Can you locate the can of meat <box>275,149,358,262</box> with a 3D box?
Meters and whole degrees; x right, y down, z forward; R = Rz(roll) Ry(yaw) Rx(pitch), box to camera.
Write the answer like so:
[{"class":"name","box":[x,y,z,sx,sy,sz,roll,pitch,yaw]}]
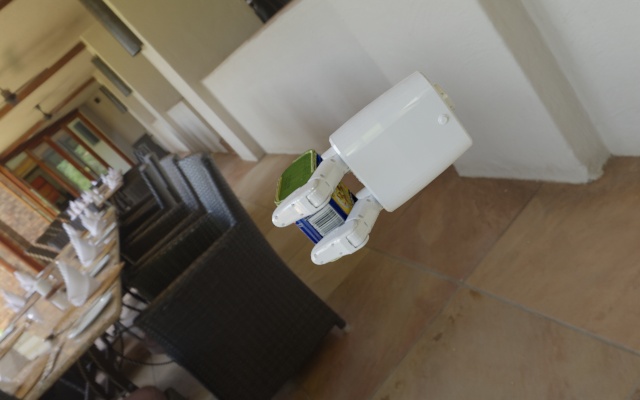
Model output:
[{"class":"can of meat","box":[0.000,0.001,0.507,0.057,0.084,0.102,-37,21,14]}]
